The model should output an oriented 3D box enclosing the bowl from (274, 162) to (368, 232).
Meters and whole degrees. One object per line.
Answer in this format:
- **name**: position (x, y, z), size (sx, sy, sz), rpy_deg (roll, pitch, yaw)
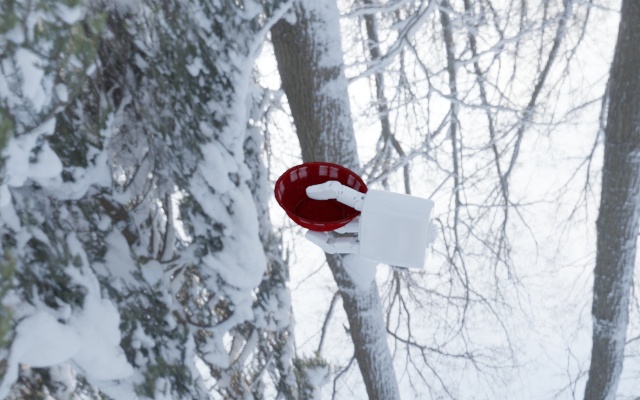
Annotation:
- **bowl**: position (-0.001, 0.002, 0.823), size (0.162, 0.055, 0.162), rpy_deg (3, 42, -3)
